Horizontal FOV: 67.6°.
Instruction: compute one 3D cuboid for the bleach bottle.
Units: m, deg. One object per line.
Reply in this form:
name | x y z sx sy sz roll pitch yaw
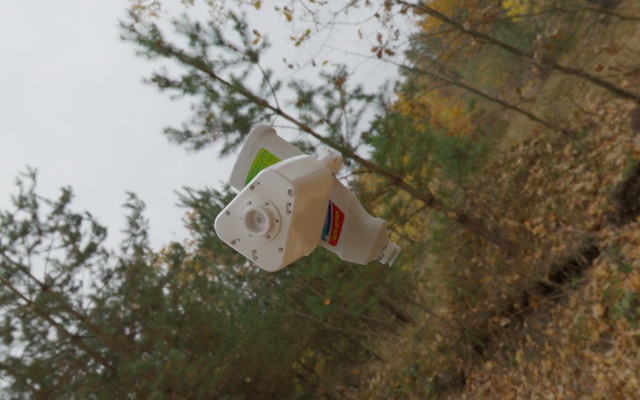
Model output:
bleach bottle | 0.000 0.002 0.652 0.251 0.102 0.068 33 20 11
